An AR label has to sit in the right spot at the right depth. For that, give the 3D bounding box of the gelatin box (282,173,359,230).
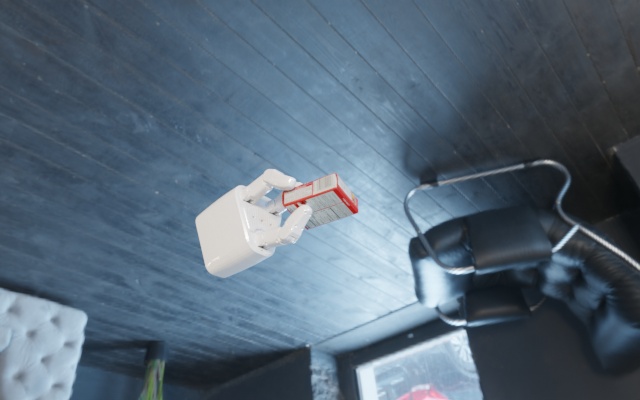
[{"bbox_3d":[0.000,0.003,0.689,0.089,0.030,0.073,-19,-39,21],"label":"gelatin box"}]
